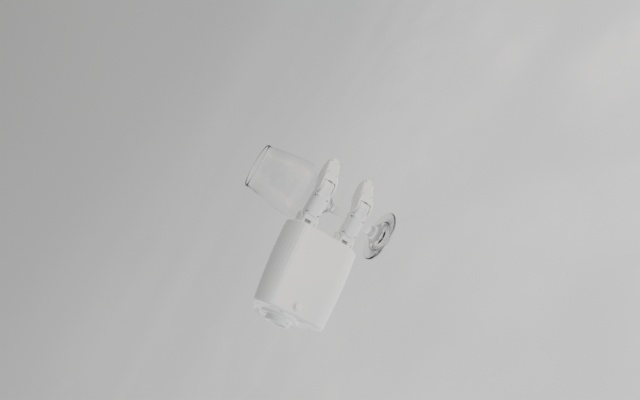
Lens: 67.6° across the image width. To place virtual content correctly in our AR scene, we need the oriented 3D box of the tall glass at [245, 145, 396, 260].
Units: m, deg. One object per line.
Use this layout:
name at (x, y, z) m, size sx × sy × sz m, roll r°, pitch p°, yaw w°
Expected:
tall glass at (0.001, 0.002, 0.646) m, size 0.201 × 0.079 × 0.079 m, roll 31°, pitch -9°, yaw -15°
